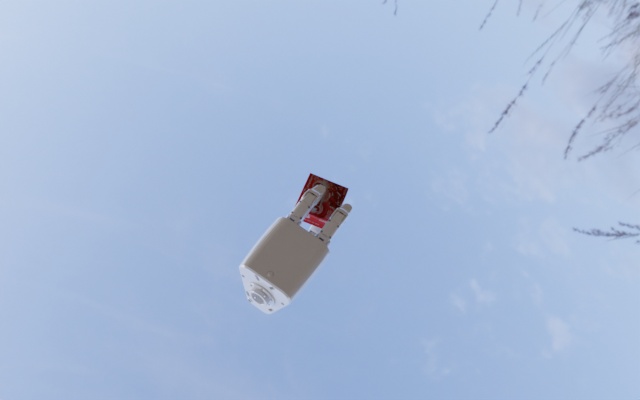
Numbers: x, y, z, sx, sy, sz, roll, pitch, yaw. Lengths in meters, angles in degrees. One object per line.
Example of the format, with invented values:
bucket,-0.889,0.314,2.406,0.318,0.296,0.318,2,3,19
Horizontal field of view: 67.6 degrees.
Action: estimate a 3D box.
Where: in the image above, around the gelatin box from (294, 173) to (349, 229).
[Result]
gelatin box,0.000,0.003,0.808,0.073,0.089,0.030,22,-42,2
